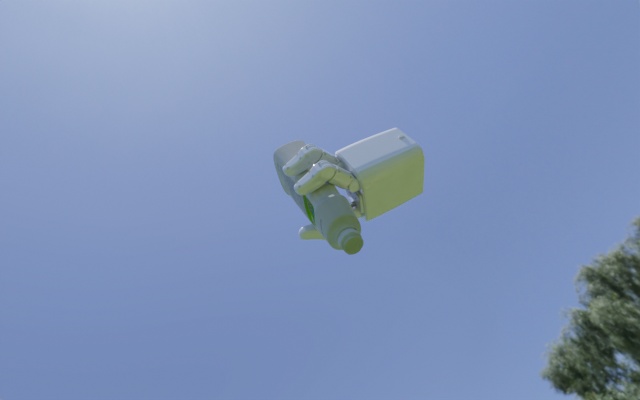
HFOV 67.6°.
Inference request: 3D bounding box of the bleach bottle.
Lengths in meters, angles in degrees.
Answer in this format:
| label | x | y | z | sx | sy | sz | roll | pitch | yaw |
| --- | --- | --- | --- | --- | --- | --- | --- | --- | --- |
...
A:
| label | x | y | z | sx | sy | sz | roll | pitch | yaw |
| --- | --- | --- | --- | --- | --- | --- | --- | --- | --- |
| bleach bottle | 0.000 | 0.002 | 0.714 | 0.068 | 0.103 | 0.250 | -25 | 37 | -8 |
